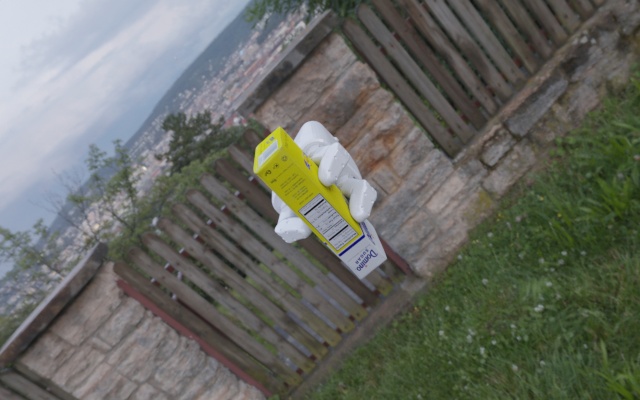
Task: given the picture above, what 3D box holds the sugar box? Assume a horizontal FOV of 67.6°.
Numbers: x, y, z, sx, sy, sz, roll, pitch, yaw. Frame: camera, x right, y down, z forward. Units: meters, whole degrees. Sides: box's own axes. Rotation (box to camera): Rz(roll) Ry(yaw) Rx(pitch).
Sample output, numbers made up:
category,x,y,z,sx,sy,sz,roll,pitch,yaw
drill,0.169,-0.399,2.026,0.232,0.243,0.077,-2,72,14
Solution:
category,x,y,z,sx,sy,sz,roll,pitch,yaw
sugar box,0.000,0.001,0.544,0.176,0.048,0.093,43,13,-20
